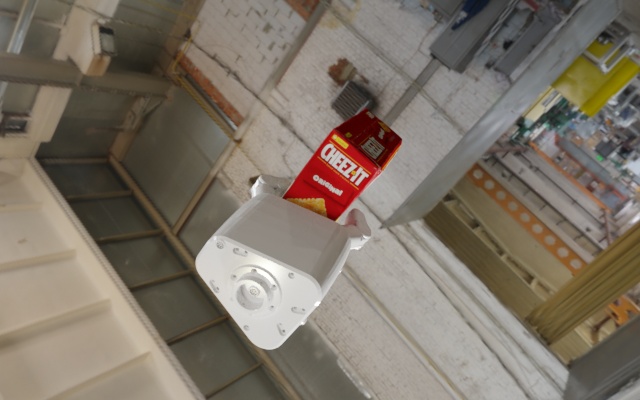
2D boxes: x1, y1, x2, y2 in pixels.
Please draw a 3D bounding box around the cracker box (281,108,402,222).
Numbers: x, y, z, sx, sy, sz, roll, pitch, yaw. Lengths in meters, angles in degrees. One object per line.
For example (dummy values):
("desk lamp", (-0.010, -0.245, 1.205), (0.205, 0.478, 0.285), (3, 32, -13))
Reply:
("cracker box", (0.000, 0.002, 0.577), (0.072, 0.214, 0.164), (40, 25, 1))
